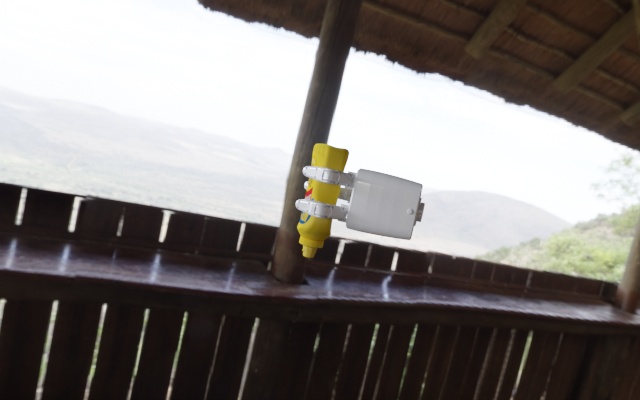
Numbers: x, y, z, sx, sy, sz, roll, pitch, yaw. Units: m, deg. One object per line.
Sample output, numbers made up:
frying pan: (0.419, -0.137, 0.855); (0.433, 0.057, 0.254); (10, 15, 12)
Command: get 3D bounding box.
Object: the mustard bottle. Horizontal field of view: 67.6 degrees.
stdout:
mustard bottle: (0.000, 0.002, 0.805); (0.058, 0.191, 0.096); (11, 4, -13)
